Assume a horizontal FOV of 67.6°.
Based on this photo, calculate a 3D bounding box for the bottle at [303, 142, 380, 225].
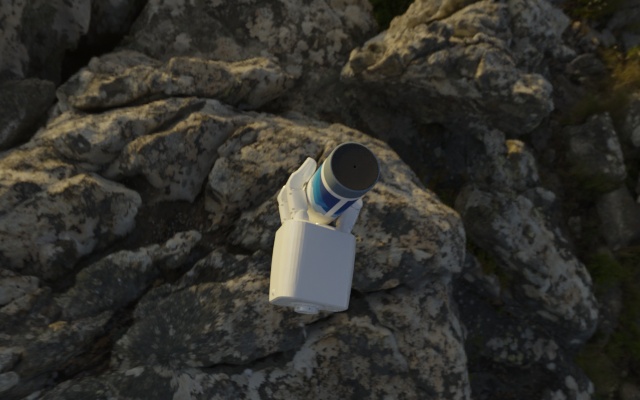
[{"bbox_3d":[0.000,0.002,0.714,0.069,0.069,0.296,0,-17,-17],"label":"bottle"}]
